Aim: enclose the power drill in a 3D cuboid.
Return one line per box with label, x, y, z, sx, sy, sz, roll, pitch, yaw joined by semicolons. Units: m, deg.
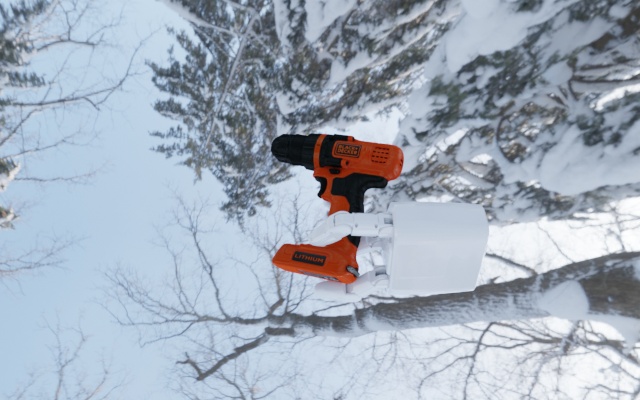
power drill;0.000;0.002;0.612;0.184;0.187;0.057;9;-15;23
